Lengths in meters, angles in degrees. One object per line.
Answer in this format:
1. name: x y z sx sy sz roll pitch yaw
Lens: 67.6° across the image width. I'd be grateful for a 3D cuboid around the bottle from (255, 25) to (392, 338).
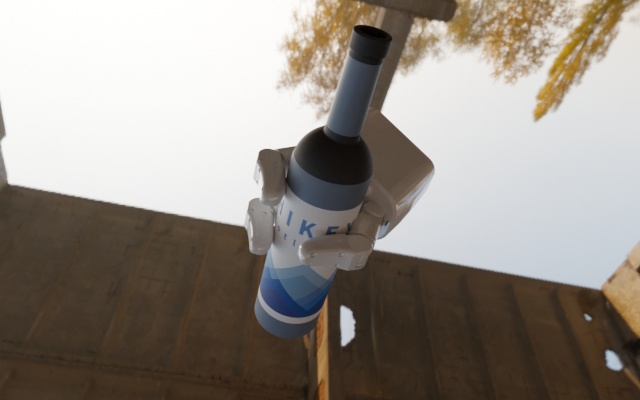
1. bottle: 0.000 0.002 0.405 0.069 0.296 0.069 11 37 -8
